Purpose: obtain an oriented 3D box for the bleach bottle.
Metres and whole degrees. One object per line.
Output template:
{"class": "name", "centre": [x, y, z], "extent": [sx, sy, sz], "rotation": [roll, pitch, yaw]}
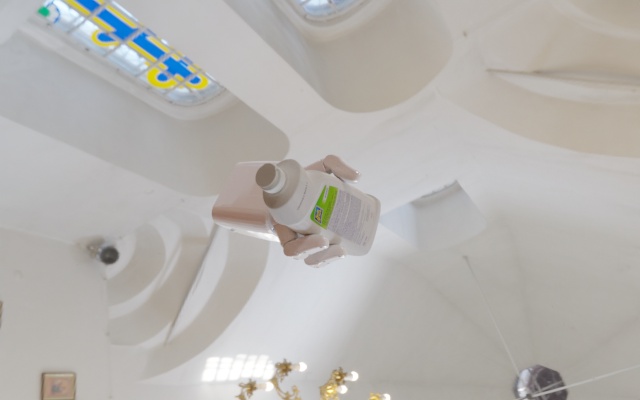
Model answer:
{"class": "bleach bottle", "centre": [0.000, 0.002, 0.637], "extent": [0.068, 0.102, 0.251], "rotation": [5, -15, 31]}
